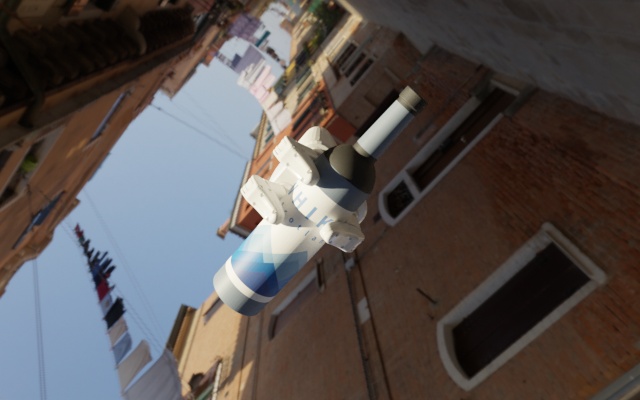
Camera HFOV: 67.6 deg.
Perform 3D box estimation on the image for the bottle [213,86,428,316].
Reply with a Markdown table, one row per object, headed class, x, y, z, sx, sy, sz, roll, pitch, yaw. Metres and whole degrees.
| class | x | y | z | sx | sy | sz | roll | pitch | yaw |
| --- | --- | --- | --- | --- | --- | --- | --- | --- | --- |
| bottle | 0.000 | 0.002 | 0.505 | 0.069 | 0.296 | 0.069 | 38 | 17 | -14 |
